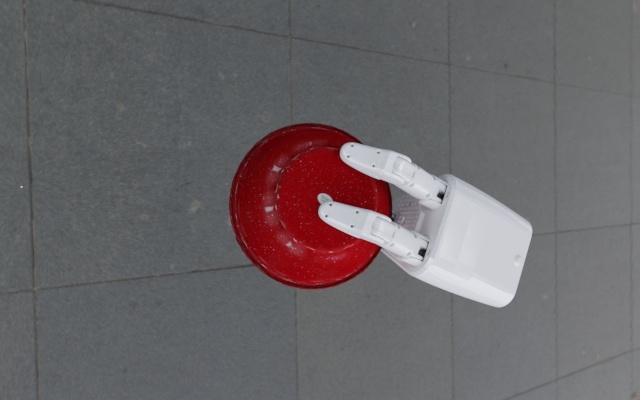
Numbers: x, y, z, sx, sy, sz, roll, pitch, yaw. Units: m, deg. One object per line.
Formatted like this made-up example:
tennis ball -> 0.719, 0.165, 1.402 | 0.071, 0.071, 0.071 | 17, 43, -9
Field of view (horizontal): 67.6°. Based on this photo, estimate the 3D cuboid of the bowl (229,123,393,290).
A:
bowl -> -0.001, 0.001, 0.435 | 0.162, 0.162, 0.055 | 0, -6, -14
